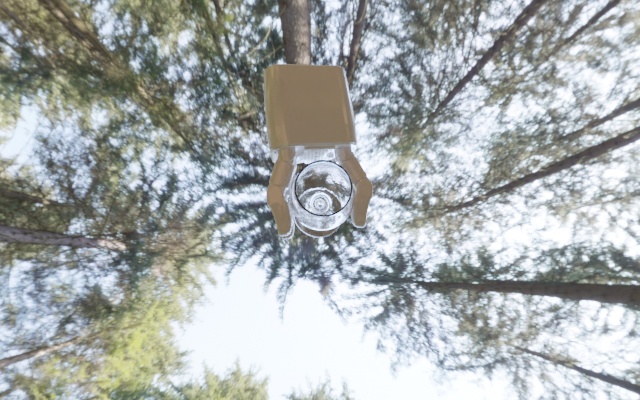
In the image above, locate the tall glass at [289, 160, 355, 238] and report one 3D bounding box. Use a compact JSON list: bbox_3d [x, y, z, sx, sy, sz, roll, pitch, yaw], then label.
[{"bbox_3d":[0.000,0.002,0.603,0.079,0.079,0.201,0,-9,-2],"label":"tall glass"}]
